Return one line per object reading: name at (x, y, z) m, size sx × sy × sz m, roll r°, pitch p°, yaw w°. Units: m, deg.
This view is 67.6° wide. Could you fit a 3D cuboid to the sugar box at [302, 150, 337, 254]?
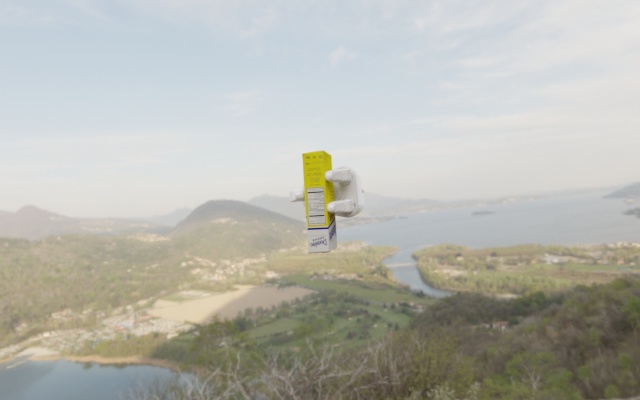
sugar box at (0.001, 0.003, 0.859) m, size 0.048 × 0.176 × 0.093 m, roll -6°, pitch 0°, yaw 11°
